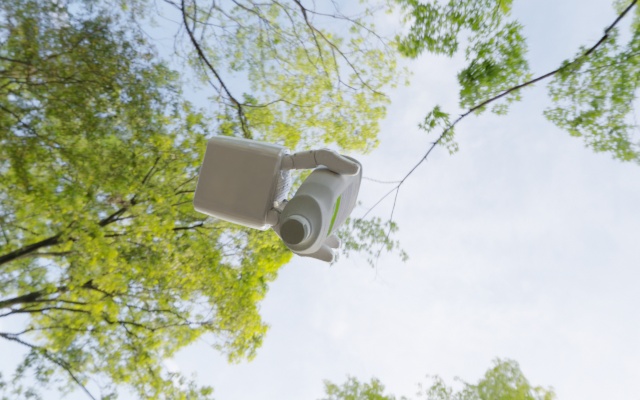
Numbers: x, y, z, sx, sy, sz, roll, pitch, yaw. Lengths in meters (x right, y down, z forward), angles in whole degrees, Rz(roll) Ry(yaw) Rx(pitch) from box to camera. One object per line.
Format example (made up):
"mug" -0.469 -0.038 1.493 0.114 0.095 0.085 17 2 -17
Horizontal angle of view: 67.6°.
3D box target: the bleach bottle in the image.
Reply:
"bleach bottle" 0.000 0.002 0.624 0.068 0.102 0.251 14 14 10
